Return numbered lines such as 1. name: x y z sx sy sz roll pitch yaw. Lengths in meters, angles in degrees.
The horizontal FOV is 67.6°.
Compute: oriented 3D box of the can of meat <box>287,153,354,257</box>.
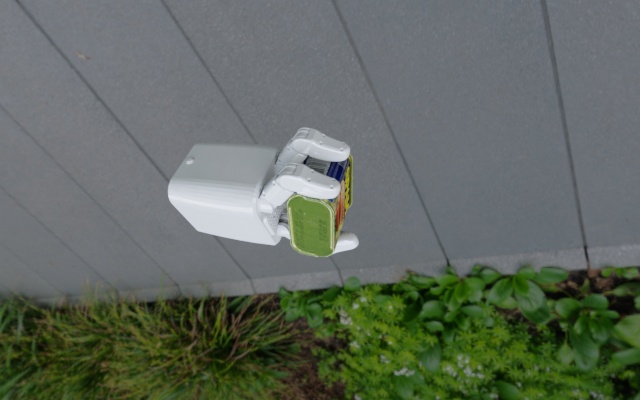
1. can of meat: 0.000 0.002 0.536 0.057 0.084 0.102 10 -43 11
